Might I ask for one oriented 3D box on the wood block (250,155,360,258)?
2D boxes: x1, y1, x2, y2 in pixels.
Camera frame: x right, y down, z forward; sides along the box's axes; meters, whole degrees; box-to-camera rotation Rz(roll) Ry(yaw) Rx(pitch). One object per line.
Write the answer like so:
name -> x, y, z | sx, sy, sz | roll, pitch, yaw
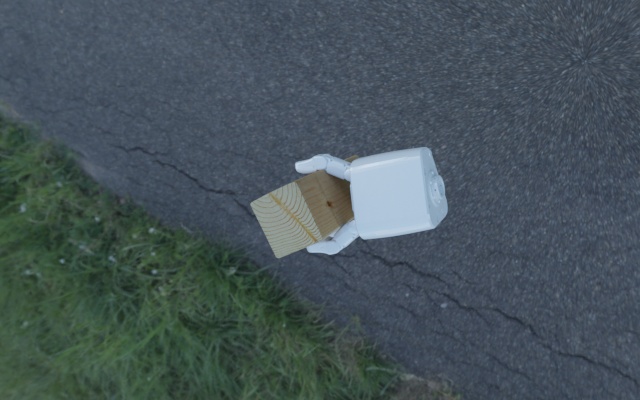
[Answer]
wood block -> 0.000, 0.002, 0.743 | 0.090, 0.091, 0.206 | -24, 2, 32
